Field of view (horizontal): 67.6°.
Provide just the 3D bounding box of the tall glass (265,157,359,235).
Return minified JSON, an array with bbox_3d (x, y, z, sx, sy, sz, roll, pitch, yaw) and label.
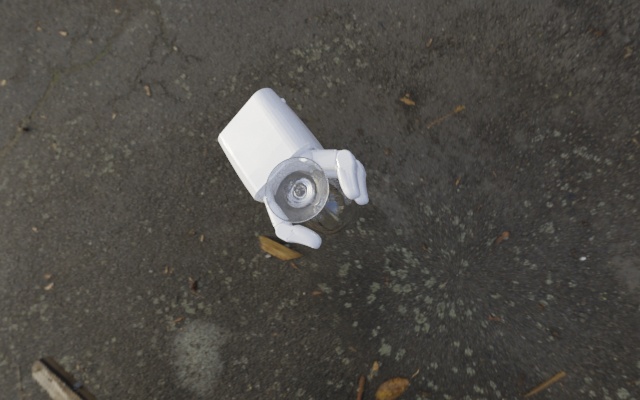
[{"bbox_3d":[0.000,0.002,0.619,0.079,0.079,0.201,0,-9,16],"label":"tall glass"}]
